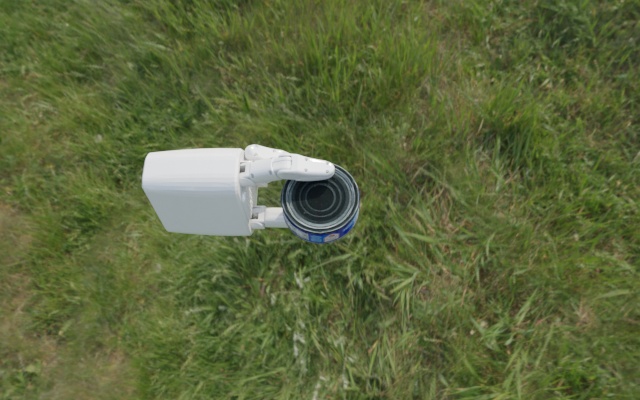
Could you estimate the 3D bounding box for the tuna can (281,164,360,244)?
[{"bbox_3d":[0.000,0.001,0.519,0.086,0.086,0.034,0,-23,1],"label":"tuna can"}]
